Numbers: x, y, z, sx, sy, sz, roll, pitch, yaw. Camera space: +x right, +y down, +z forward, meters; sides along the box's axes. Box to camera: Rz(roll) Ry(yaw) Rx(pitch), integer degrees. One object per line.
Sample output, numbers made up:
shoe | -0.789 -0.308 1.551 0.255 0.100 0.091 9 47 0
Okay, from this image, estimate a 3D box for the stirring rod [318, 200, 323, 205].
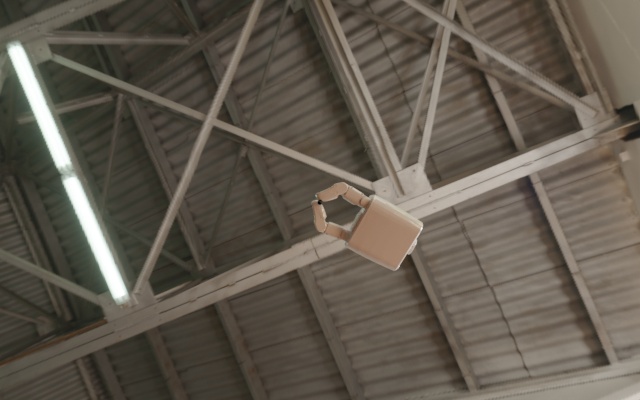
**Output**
stirring rod | 0.000 0.003 0.889 0.011 0.011 0.239 0 0 0
